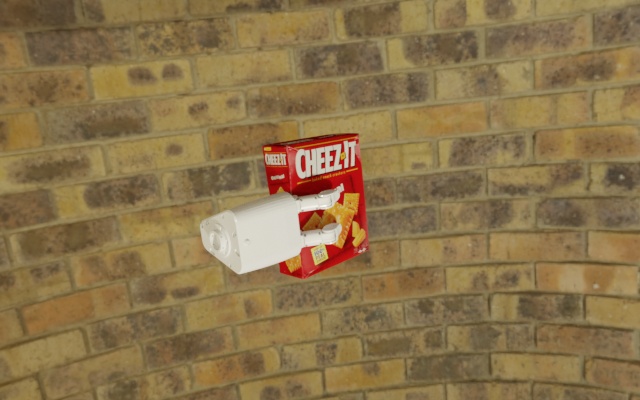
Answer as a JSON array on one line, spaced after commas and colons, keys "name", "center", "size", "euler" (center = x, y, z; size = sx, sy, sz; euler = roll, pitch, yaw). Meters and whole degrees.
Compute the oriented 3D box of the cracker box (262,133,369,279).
[{"name": "cracker box", "center": [0.000, 0.003, 0.798], "size": [0.164, 0.214, 0.072], "euler": [-16, 16, -41]}]
